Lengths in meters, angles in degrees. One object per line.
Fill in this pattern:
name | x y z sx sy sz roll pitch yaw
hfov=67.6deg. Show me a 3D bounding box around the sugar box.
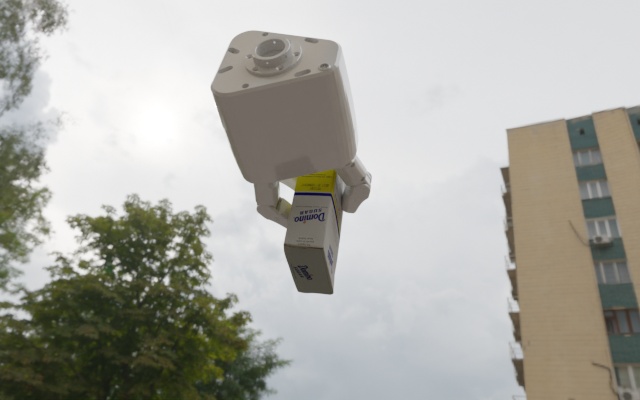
sugar box | 0.000 0.001 0.517 0.048 0.176 0.093 4 -38 12
